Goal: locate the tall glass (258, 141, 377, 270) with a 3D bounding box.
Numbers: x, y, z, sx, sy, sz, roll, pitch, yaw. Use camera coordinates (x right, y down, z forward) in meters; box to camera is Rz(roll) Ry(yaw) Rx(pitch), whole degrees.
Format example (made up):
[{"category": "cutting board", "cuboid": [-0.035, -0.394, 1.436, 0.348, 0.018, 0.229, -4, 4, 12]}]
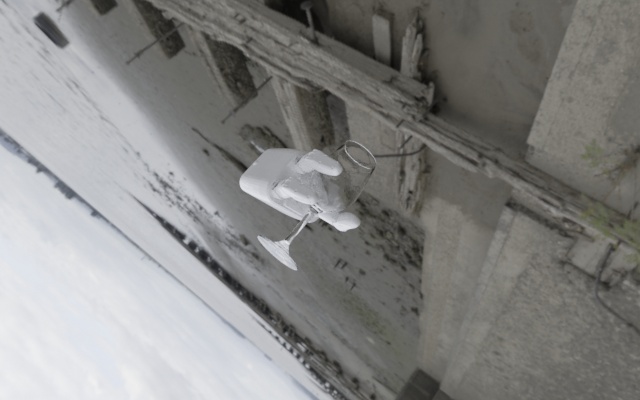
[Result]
[{"category": "tall glass", "cuboid": [0.000, 0.003, 0.705, 0.079, 0.201, 0.079, 36, -18, 14]}]
